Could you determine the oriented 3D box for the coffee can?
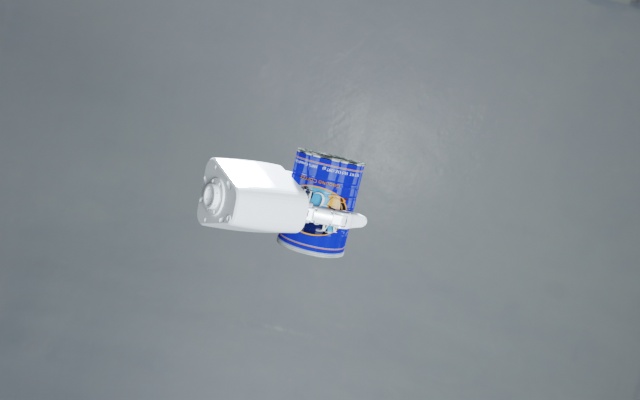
[{"bbox_3d":[0.000,0.002,0.703,0.103,0.140,0.103,13,8,-2],"label":"coffee can"}]
